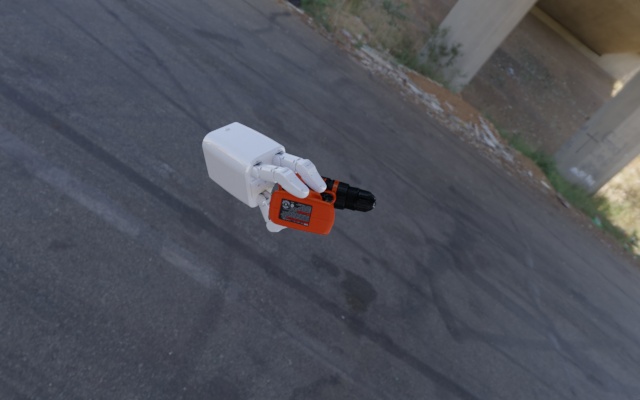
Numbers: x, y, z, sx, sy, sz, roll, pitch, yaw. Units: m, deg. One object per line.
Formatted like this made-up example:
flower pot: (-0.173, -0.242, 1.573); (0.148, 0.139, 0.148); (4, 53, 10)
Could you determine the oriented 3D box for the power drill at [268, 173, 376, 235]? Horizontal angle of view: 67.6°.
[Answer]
power drill: (0.000, 0.003, 0.820); (0.184, 0.057, 0.187); (11, 14, 8)
